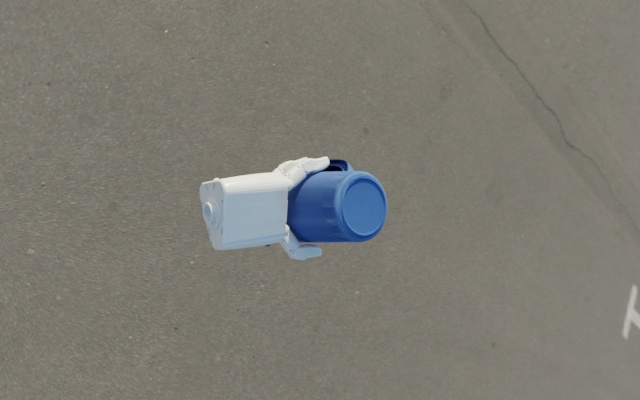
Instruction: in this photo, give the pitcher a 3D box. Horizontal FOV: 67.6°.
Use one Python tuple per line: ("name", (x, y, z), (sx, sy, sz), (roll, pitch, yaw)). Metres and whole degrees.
("pitcher", (0.000, 0.003, 0.813), (0.145, 0.149, 0.243), (-7, 3, -36))
